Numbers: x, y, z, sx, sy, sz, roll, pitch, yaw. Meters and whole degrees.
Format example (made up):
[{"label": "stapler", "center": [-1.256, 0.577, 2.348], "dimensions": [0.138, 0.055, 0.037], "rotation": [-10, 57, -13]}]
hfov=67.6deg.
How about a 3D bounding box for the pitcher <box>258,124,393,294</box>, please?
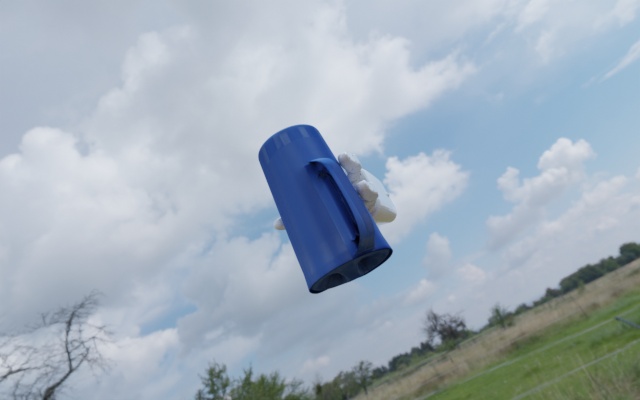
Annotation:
[{"label": "pitcher", "center": [0.000, 0.002, 0.715], "dimensions": [0.149, 0.242, 0.145], "rotation": [-35, -22, 20]}]
